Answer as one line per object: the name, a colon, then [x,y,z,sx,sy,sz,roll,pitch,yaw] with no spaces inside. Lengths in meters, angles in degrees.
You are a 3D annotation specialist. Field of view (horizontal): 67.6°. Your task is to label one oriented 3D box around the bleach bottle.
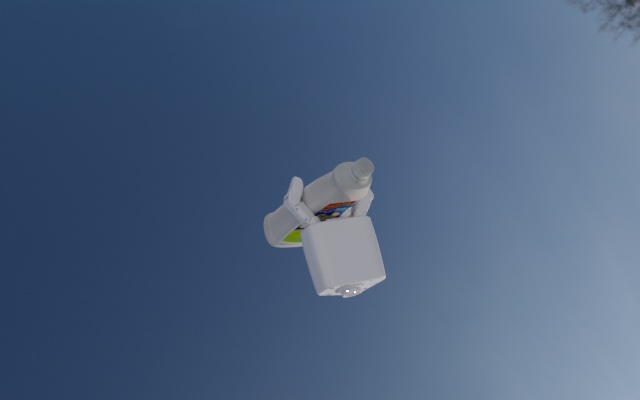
bleach bottle: [0.000,0.003,0.805,0.102,0.068,0.251,2,-27,-32]
